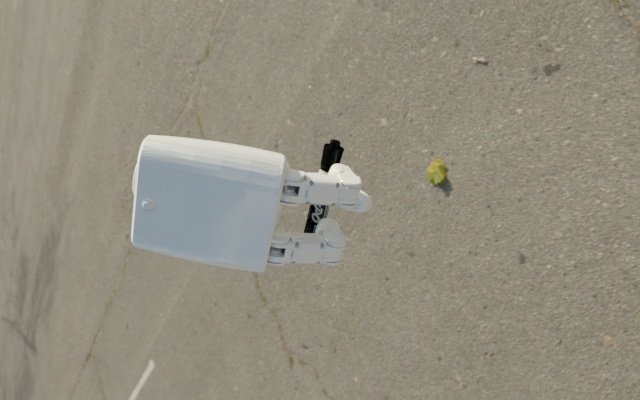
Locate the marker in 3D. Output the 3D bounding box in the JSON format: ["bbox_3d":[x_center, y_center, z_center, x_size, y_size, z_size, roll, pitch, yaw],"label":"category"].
[{"bbox_3d":[0.000,0.001,0.447,0.020,0.121,0.020,12,21,-5],"label":"marker"}]
